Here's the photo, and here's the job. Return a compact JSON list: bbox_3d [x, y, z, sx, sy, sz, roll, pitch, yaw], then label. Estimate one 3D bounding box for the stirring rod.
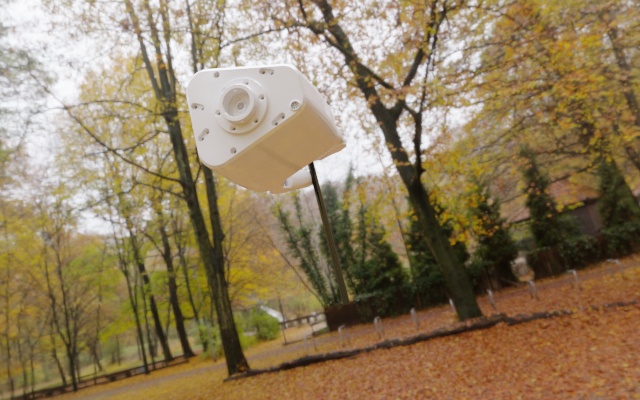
[{"bbox_3d":[0.000,0.002,0.559,0.011,0.239,0.011,-14,-12,-3],"label":"stirring rod"}]
